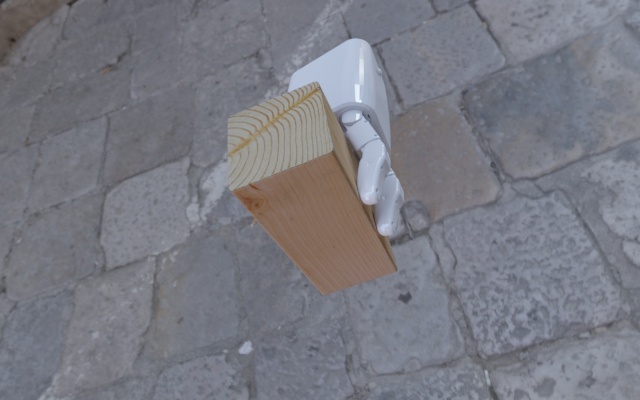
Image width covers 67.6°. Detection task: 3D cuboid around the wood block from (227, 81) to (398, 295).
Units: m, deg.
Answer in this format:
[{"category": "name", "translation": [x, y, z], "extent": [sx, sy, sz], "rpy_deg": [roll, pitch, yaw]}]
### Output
[{"category": "wood block", "translation": [0.000, 0.001, 0.467], "extent": [0.091, 0.090, 0.206], "rpy_deg": [-20, -40, 12]}]
